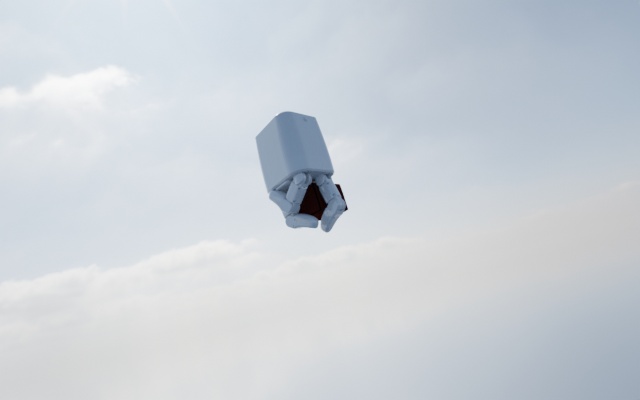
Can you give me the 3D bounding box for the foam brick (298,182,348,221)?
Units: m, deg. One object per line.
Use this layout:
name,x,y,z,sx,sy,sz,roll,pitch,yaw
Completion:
foam brick,0.000,0.003,0.818,0.053,0.051,0.078,-29,-18,34
